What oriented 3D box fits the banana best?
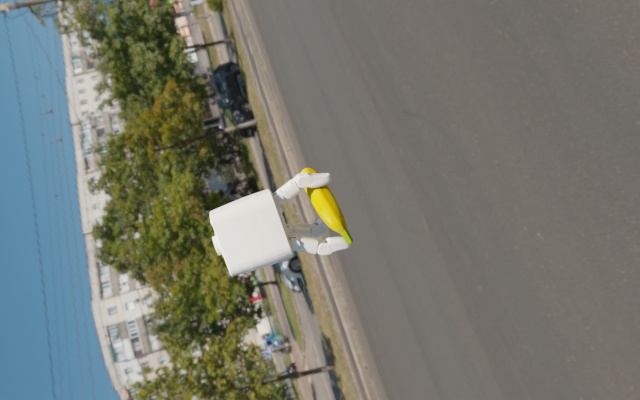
[{"bbox_3d":[-0.002,-0.008,0.825,0.037,0.070,0.197,-22,46,-7],"label":"banana"}]
